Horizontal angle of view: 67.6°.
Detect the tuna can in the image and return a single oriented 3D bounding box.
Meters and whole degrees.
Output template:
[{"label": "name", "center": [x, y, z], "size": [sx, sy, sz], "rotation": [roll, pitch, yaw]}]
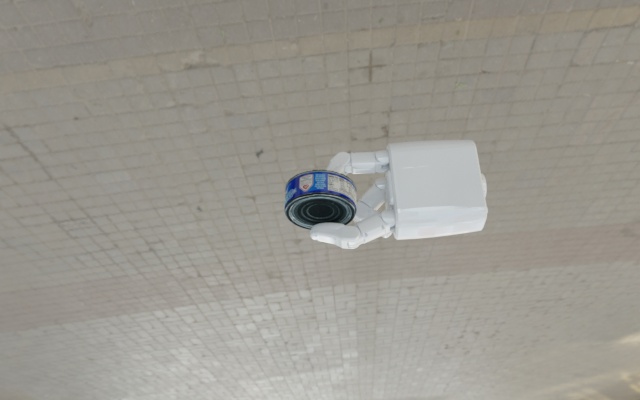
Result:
[{"label": "tuna can", "center": [0.000, 0.002, 0.564], "size": [0.086, 0.033, 0.086], "rotation": [1, -33, 0]}]
